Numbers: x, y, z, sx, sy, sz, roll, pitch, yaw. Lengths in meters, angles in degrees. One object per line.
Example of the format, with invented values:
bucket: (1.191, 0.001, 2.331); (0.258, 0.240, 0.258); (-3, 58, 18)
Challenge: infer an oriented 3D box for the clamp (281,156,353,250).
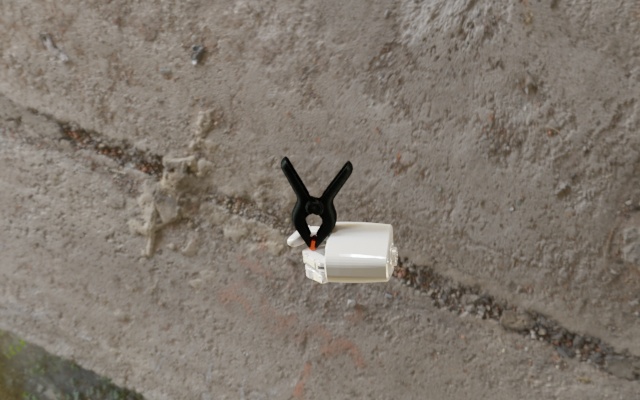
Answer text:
clamp: (0.000, 0.003, 0.823); (0.120, 0.171, 0.039); (-2, 24, 11)
